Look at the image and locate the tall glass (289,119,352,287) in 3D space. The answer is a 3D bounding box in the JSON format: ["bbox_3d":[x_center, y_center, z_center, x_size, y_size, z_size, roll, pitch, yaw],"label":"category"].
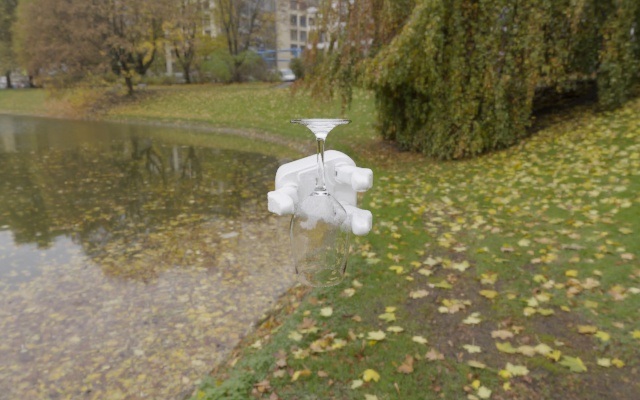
[{"bbox_3d":[0.000,0.001,0.591,0.079,0.201,0.079,0,12,0],"label":"tall glass"}]
